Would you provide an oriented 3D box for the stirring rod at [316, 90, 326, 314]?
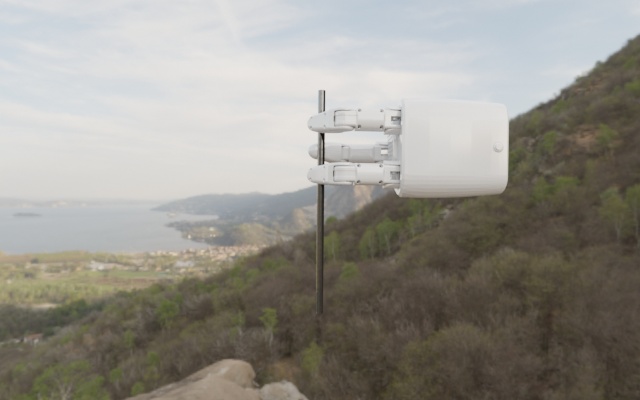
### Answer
[{"bbox_3d":[0.000,0.002,0.516,0.011,0.239,0.011,1,1,0],"label":"stirring rod"}]
